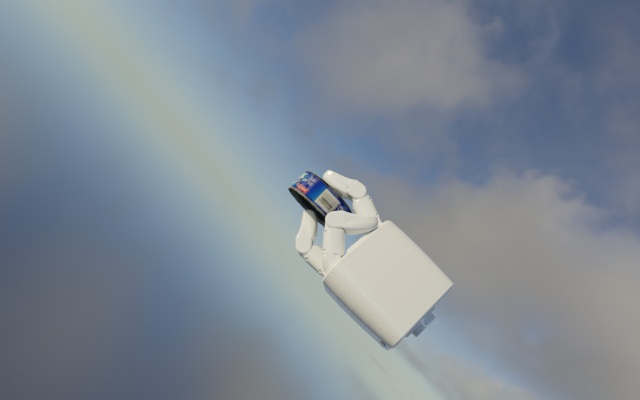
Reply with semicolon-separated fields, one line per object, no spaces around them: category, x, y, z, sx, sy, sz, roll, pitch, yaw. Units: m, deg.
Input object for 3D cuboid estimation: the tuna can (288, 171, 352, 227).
tuna can;0.000;0.002;0.619;0.086;0.033;0.086;43;-9;9
